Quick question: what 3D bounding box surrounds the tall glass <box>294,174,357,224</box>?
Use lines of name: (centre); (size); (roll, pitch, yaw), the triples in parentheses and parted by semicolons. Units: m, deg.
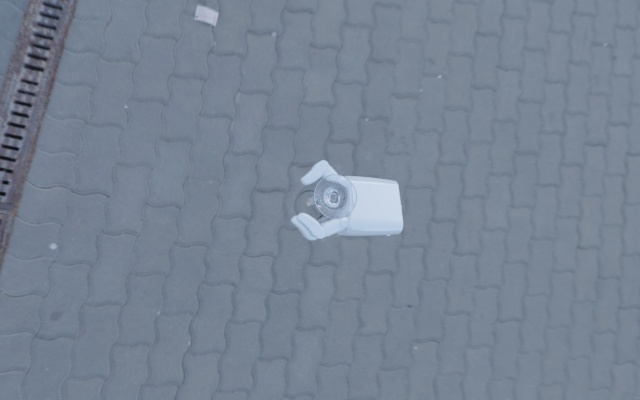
tall glass: (0.000, 0.003, 0.884); (0.079, 0.079, 0.201); (0, -5, -15)
